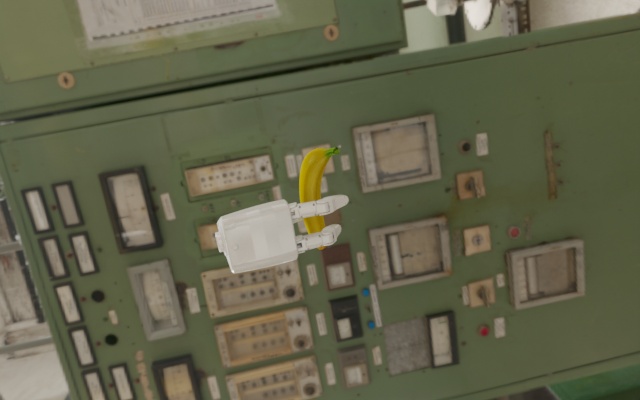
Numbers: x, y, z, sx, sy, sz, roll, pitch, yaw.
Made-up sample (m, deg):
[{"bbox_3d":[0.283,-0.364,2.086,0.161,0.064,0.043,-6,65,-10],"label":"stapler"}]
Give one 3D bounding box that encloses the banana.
[{"bbox_3d":[-0.009,-0.010,0.798,0.037,0.198,0.069,-15,38,-28],"label":"banana"}]
